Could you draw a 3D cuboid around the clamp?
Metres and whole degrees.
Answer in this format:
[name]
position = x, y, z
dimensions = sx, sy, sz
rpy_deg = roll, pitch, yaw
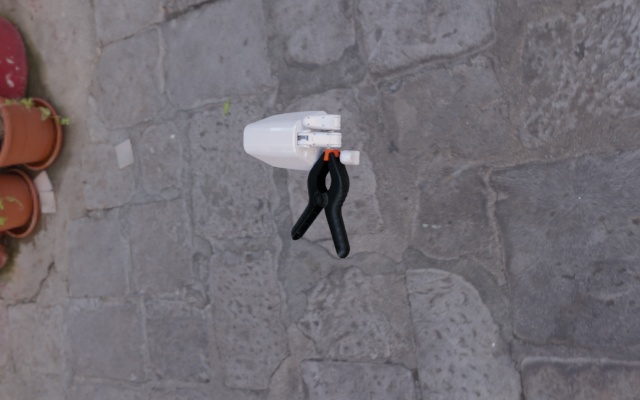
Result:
[clamp]
position = 0.000, 0.002, 0.778
dimensions = 0.120, 0.171, 0.039
rpy_deg = 5, 3, 35
